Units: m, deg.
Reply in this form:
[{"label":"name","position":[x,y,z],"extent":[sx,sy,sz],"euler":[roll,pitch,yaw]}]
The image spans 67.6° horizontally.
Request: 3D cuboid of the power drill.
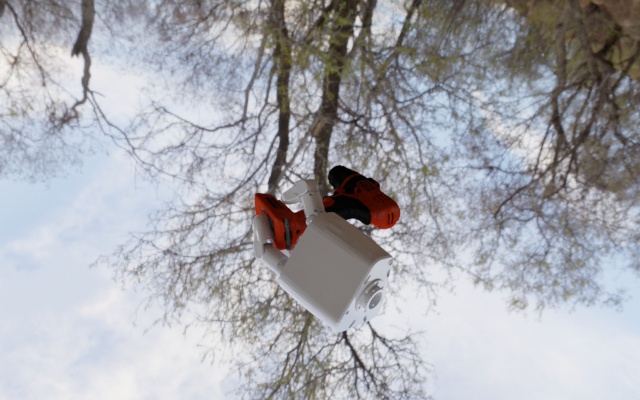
[{"label":"power drill","position":[0.000,0.003,0.720],"extent":[0.187,0.057,0.184],"euler":[-15,28,-20]}]
